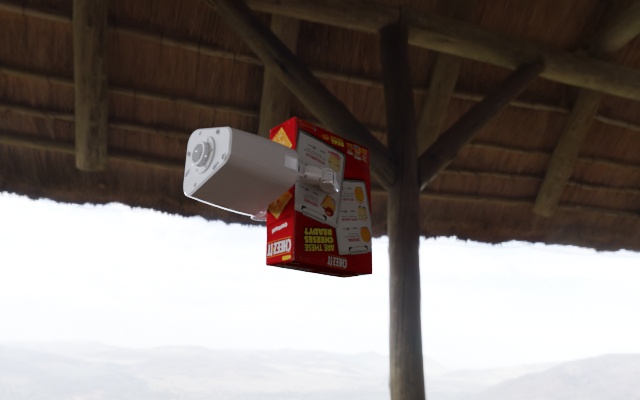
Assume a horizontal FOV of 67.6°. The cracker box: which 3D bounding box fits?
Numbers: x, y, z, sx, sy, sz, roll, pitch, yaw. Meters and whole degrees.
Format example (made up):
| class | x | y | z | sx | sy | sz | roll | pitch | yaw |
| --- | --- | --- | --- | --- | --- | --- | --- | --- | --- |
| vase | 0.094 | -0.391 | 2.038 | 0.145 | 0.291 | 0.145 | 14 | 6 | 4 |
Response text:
| class | x | y | z | sx | sy | sz | roll | pitch | yaw |
| --- | --- | --- | --- | --- | --- | --- | --- | --- | --- |
| cracker box | 0.000 | 0.002 | 0.729 | 0.164 | 0.213 | 0.072 | 17 | -24 | -41 |
